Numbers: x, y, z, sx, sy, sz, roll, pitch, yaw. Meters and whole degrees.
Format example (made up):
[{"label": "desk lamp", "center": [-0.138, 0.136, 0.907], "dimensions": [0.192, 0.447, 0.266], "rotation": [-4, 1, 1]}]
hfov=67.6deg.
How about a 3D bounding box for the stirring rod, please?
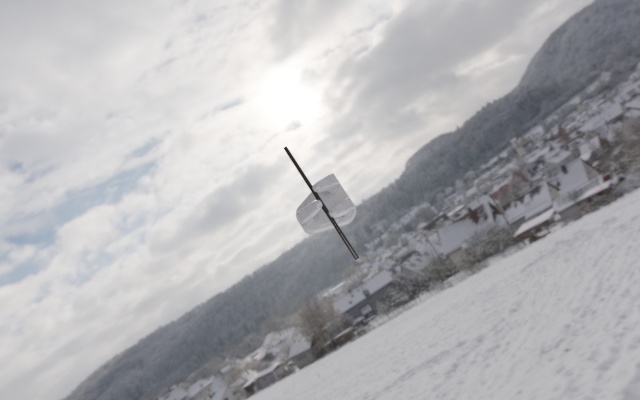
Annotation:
[{"label": "stirring rod", "center": [0.000, 0.003, 0.854], "dimensions": [0.011, 0.239, 0.011], "rotation": [-32, -8, -5]}]
